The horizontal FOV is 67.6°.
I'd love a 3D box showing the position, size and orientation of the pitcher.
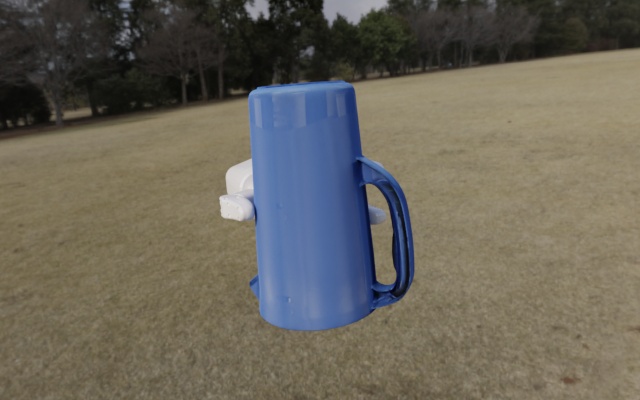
[{"bbox_3d":[0.000,0.002,0.501,0.149,0.243,0.145,-9,14,-21],"label":"pitcher"}]
